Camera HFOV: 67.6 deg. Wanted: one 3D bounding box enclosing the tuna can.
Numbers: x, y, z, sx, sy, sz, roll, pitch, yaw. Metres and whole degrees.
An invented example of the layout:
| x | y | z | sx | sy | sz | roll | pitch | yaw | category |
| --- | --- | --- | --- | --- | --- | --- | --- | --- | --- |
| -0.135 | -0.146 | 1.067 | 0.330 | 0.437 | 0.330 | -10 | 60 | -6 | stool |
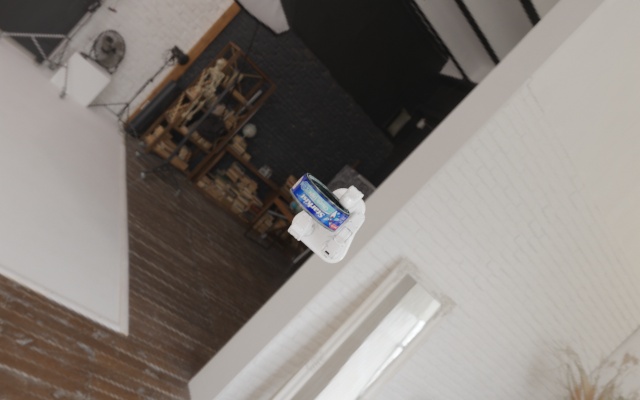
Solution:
| x | y | z | sx | sy | sz | roll | pitch | yaw | category |
| --- | --- | --- | --- | --- | --- | --- | --- | --- | --- |
| 0.000 | 0.002 | 0.657 | 0.086 | 0.034 | 0.086 | 42 | 9 | -8 | tuna can |
